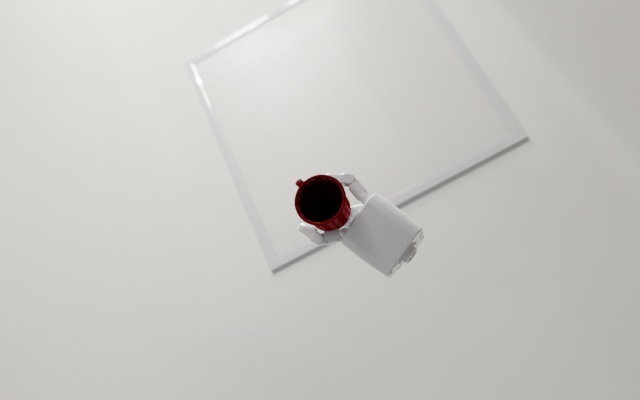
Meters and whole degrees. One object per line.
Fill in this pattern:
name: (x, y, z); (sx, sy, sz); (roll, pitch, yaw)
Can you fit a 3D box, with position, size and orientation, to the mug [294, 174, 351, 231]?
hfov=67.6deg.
mug: (-0.001, 0.002, 0.868); (0.117, 0.093, 0.081); (38, -4, 22)
